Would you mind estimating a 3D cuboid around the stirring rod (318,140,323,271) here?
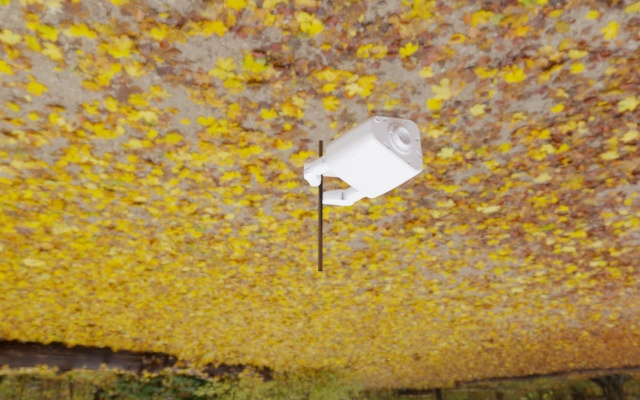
[{"bbox_3d":[0.000,0.003,0.811,0.011,0.239,0.011,0,-24,0],"label":"stirring rod"}]
